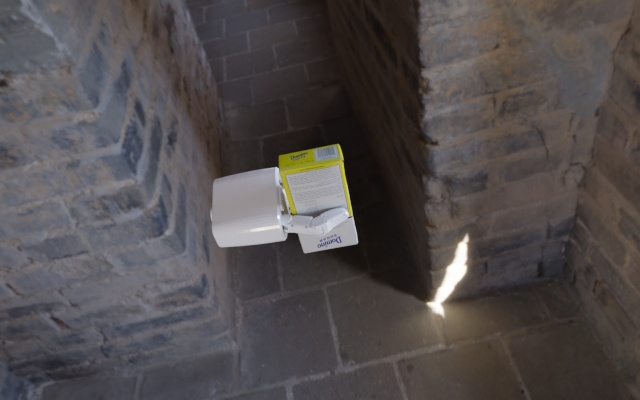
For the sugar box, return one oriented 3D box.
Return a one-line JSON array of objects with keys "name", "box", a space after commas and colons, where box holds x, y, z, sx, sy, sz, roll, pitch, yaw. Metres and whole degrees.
[{"name": "sugar box", "box": [0.000, 0.002, 0.736, 0.093, 0.176, 0.048, -10, 44, 3]}]
